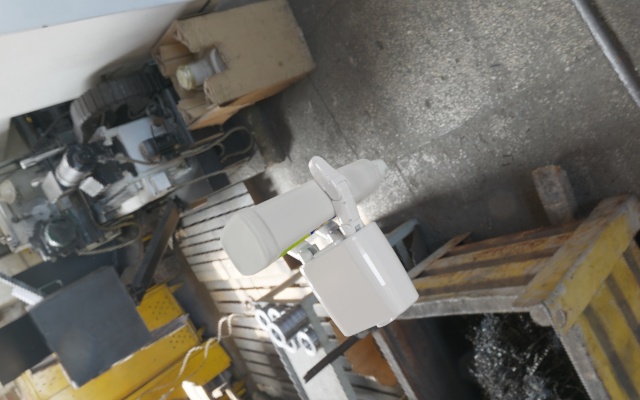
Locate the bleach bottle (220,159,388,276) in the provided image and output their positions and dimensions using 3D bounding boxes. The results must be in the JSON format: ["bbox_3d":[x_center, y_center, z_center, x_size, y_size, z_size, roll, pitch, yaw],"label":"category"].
[{"bbox_3d":[0.000,0.002,0.601,0.250,0.068,0.103,-30,-6,-35],"label":"bleach bottle"}]
